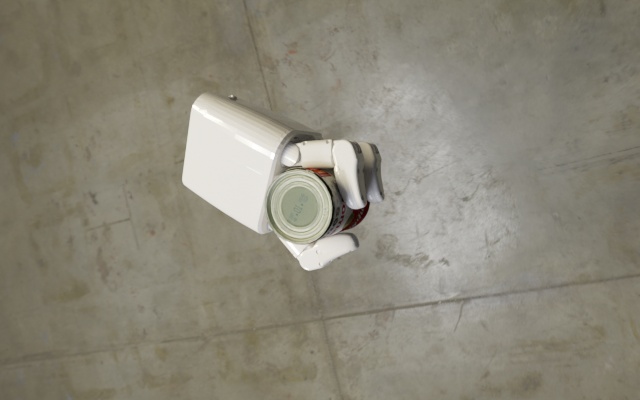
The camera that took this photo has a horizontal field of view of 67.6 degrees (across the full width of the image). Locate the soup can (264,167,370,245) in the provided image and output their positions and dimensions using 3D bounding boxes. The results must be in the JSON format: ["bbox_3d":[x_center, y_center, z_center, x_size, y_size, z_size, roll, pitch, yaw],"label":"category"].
[{"bbox_3d":[0.000,0.002,0.451,0.068,0.068,0.102,0,4,23],"label":"soup can"}]
